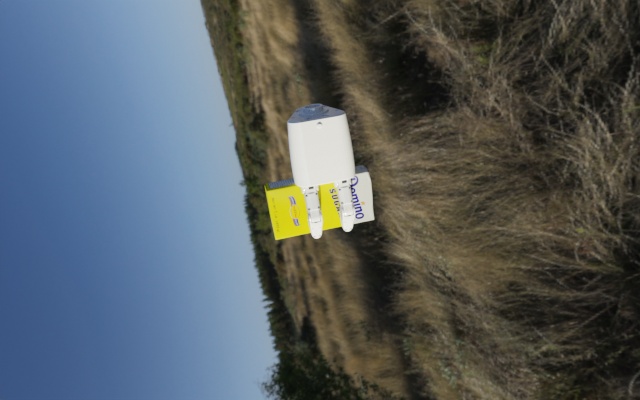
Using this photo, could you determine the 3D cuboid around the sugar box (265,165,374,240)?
[{"bbox_3d":[0.000,0.003,0.814,0.176,0.093,0.048,-11,22,-6],"label":"sugar box"}]
